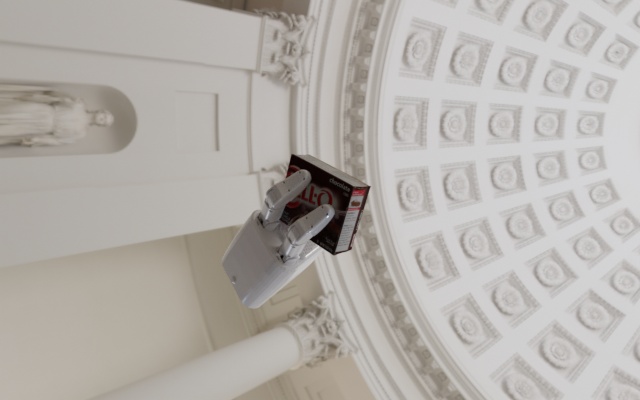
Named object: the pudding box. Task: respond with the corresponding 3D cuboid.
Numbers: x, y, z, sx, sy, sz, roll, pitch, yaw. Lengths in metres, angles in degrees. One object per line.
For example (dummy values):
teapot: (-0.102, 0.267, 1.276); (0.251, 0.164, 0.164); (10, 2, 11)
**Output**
pudding box: (0.000, 0.002, 0.593); (0.113, 0.090, 0.039); (29, 24, 36)
